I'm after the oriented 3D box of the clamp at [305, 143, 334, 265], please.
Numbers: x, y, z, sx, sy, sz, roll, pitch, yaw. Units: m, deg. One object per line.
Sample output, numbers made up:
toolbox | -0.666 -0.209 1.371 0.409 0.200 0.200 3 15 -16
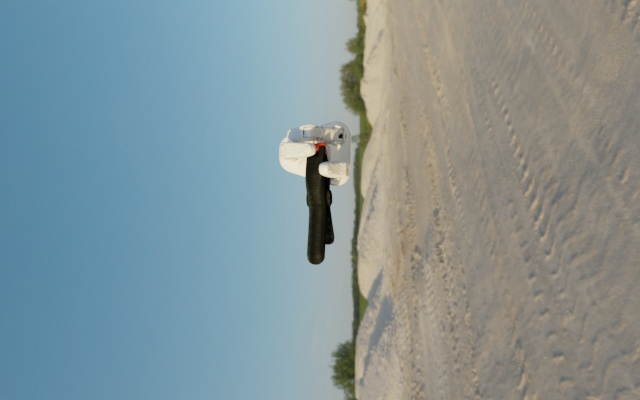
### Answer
clamp | -0.001 0.002 0.709 0.039 0.171 0.120 1 1 4
